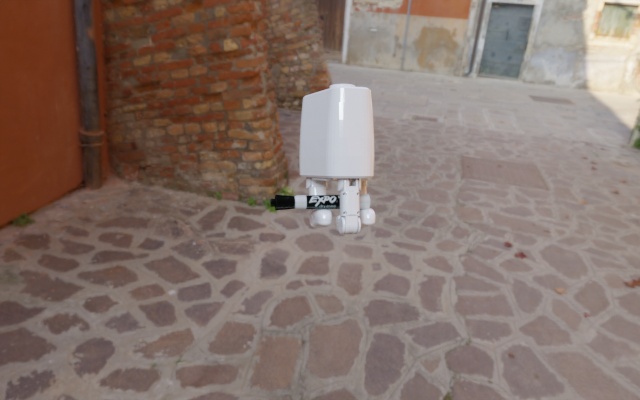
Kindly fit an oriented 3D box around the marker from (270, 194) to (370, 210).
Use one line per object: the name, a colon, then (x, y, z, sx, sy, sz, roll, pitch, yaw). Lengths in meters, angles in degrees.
marker: (0.000, 0.002, 0.578, 0.121, 0.020, 0.020, -1, 0, -12)
